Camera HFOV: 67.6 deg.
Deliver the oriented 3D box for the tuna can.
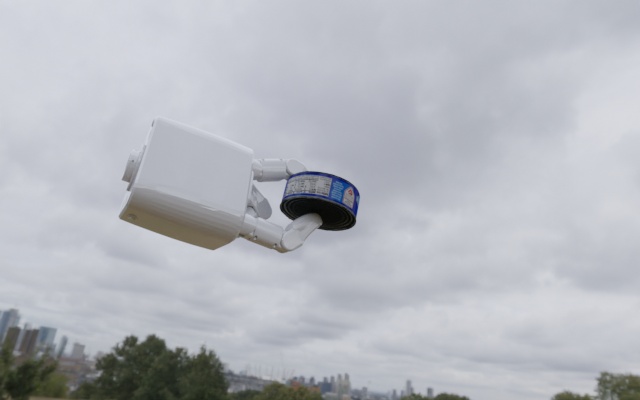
[{"bbox_3d":[0.000,0.001,0.529,0.086,0.033,0.086,11,-24,5],"label":"tuna can"}]
